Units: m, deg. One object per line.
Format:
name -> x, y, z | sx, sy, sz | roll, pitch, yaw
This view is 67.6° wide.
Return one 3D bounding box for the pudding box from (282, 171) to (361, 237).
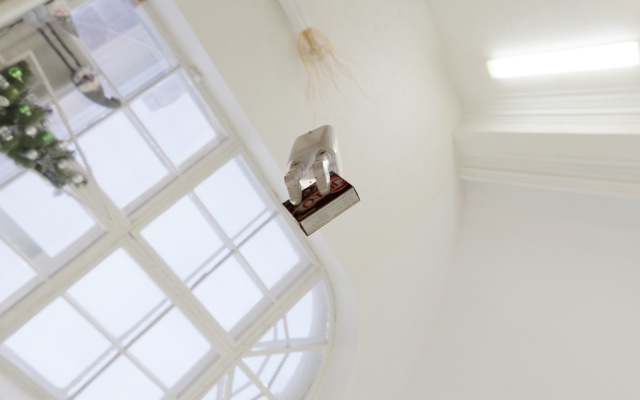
pudding box -> 0.000, 0.003, 0.821 | 0.113, 0.039, 0.090 | -36, 29, -7
